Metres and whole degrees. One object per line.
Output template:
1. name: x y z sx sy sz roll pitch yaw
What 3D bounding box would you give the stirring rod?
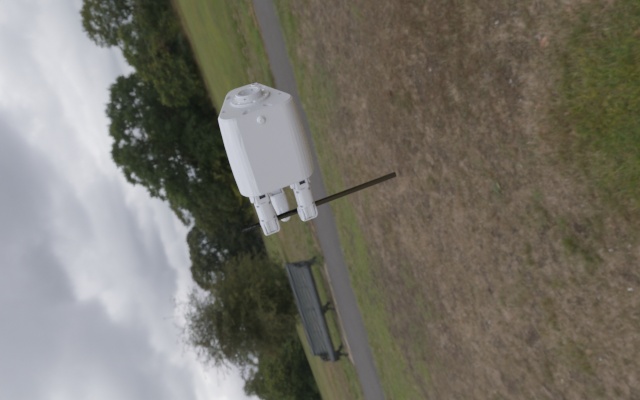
1. stirring rod: 0.000 0.002 0.692 0.239 0.011 0.011 -20 3 -9
